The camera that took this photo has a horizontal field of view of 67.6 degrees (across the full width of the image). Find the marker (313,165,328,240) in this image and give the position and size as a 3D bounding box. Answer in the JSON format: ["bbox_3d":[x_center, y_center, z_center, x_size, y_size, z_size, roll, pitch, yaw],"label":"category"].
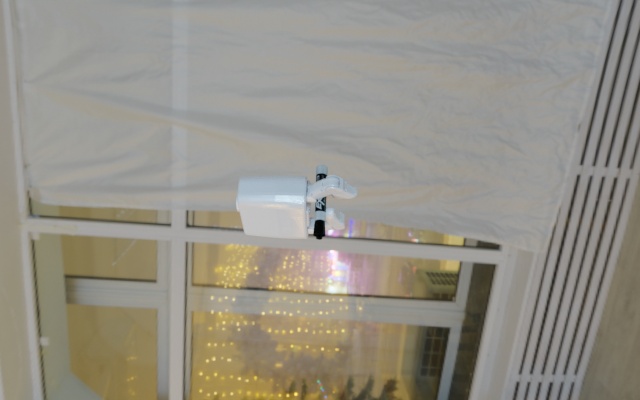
[{"bbox_3d":[0.000,0.002,0.737,0.020,0.121,0.020,2,-24,1],"label":"marker"}]
